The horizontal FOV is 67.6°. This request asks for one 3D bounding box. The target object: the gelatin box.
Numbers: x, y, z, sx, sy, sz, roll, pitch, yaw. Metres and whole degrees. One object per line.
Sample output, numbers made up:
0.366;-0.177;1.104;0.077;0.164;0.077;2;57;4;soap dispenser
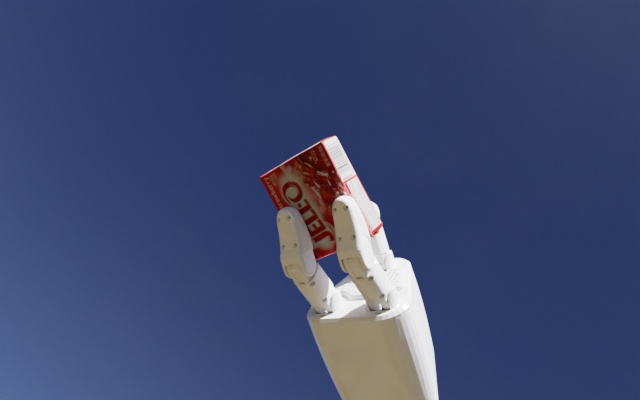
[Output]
0.000;0.001;0.408;0.073;0.089;0.030;-26;3;33;gelatin box
